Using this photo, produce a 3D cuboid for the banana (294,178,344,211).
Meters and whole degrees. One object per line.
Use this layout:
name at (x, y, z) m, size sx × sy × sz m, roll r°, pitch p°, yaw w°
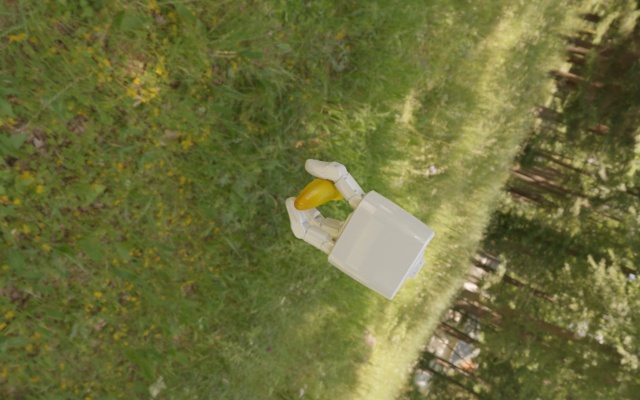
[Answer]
banana at (0.012, -0.012, 0.725) m, size 0.037 × 0.069 × 0.198 m, roll 39°, pitch 8°, yaw 10°
